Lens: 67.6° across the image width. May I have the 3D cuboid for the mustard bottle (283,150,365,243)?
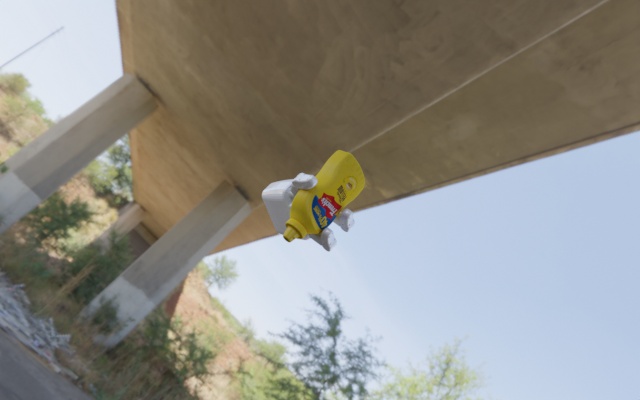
[{"bbox_3d":[0.001,0.003,0.866,0.058,0.191,0.096,24,-29,39],"label":"mustard bottle"}]
